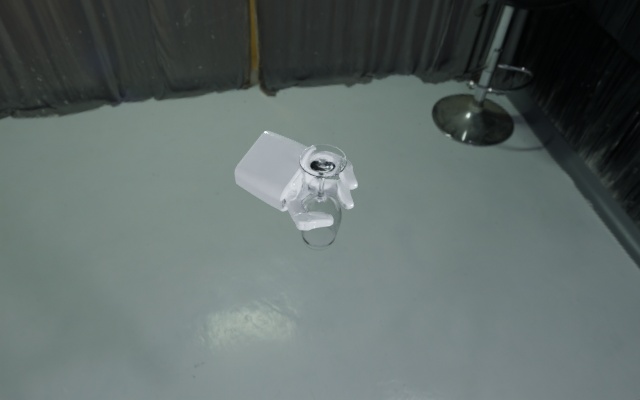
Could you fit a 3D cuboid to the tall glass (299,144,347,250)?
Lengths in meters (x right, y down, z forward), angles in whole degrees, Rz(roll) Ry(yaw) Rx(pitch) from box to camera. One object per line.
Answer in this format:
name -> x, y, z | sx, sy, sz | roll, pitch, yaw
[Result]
tall glass -> 0.000, 0.002, 0.814 | 0.079, 0.079, 0.201 | 0, -41, -3
